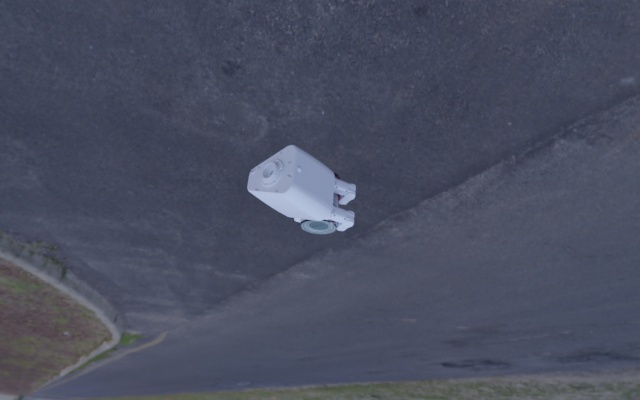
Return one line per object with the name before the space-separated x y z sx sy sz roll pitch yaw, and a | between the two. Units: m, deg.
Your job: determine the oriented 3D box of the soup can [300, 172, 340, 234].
soup can | 0.000 0.003 0.880 0.068 0.102 0.068 4 -25 2
